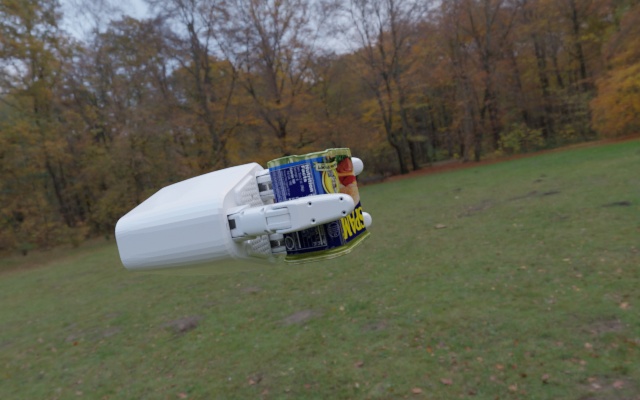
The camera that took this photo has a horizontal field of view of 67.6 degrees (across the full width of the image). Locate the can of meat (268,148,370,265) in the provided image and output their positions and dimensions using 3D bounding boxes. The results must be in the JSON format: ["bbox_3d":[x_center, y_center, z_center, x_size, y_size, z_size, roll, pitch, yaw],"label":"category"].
[{"bbox_3d":[0.000,0.001,0.412,0.057,0.084,0.102,-11,3,20],"label":"can of meat"}]
